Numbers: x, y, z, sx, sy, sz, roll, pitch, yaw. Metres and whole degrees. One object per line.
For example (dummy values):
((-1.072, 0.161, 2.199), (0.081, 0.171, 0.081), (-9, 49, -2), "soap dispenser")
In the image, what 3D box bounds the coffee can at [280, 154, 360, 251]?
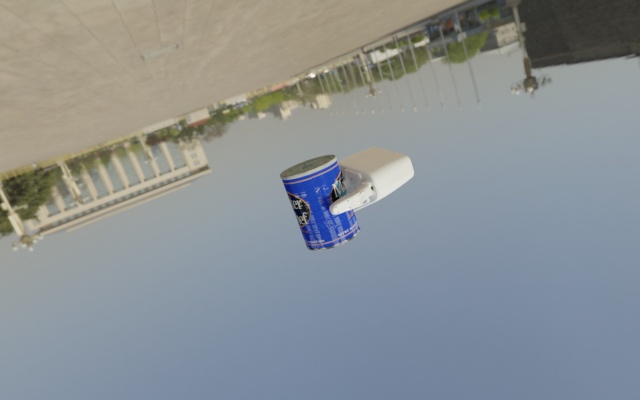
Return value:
((0.000, 0.003, 0.839), (0.103, 0.140, 0.102), (-18, 14, 5), "coffee can")
